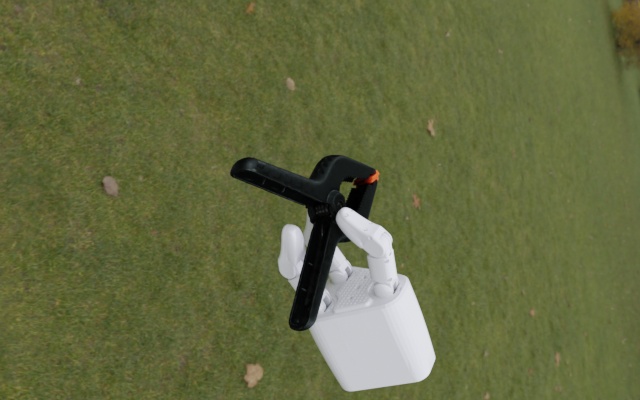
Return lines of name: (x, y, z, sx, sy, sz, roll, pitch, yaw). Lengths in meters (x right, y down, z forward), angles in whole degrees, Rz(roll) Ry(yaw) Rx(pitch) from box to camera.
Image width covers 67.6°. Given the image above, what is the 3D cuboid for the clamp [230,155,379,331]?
clamp: (0.001, 0.001, 0.481, 0.036, 0.165, 0.210, -8, 24, 36)
